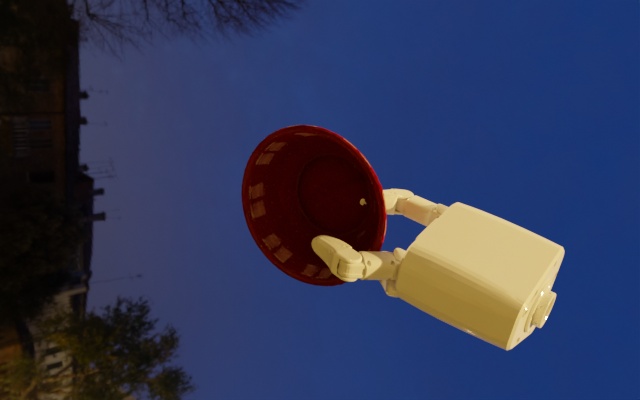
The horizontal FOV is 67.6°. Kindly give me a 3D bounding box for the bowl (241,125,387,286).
[{"bbox_3d":[-0.001,0.001,0.483,0.162,0.162,0.055,0,15,30],"label":"bowl"}]
